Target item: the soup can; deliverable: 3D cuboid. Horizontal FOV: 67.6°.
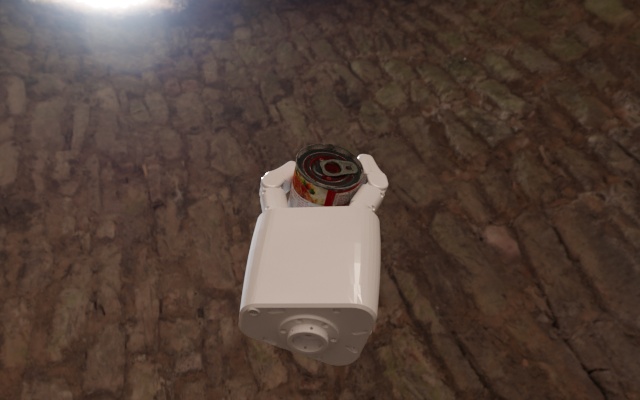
[{"bbox_3d":[0.000,0.001,0.498,0.068,0.102,0.068,8,43,-7],"label":"soup can"}]
